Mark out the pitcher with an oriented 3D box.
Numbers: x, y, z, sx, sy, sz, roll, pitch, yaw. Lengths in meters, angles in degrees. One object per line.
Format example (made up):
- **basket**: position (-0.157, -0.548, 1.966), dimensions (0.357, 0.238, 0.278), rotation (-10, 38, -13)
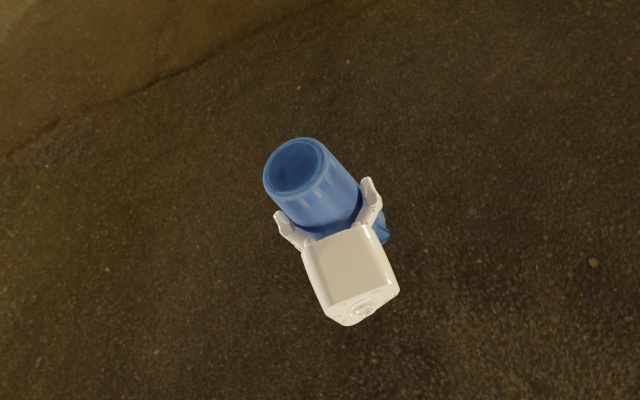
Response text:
- **pitcher**: position (0.000, 0.003, 0.786), dimensions (0.149, 0.145, 0.243), rotation (-29, -36, 10)
